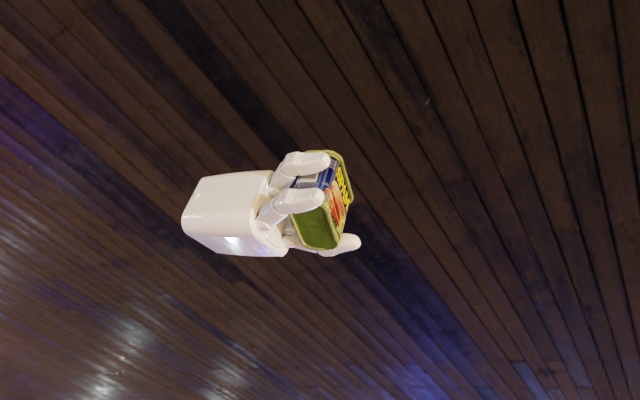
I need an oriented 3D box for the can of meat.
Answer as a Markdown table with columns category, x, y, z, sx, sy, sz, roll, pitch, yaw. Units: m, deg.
| category | x | y | z | sx | sy | sz | roll | pitch | yaw |
| --- | --- | --- | --- | --- | --- | --- | --- | --- | --- |
| can of meat | 0.000 | 0.002 | 0.602 | 0.057 | 0.084 | 0.102 | 1 | -41 | 19 |
